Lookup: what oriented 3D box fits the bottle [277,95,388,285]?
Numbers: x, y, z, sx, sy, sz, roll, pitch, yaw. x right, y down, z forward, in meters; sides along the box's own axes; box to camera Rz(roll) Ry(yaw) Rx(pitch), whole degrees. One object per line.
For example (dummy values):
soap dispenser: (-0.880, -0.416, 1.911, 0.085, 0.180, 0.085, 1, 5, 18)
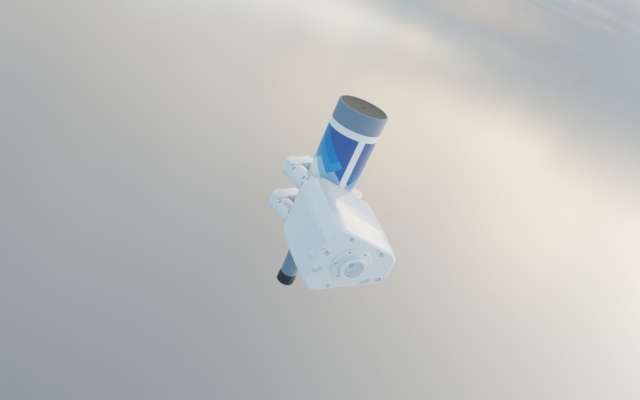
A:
bottle: (0.000, 0.002, 0.664, 0.069, 0.296, 0.069, 19, 28, -11)
